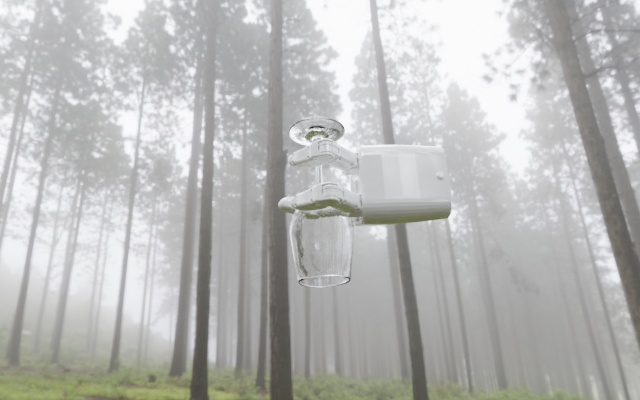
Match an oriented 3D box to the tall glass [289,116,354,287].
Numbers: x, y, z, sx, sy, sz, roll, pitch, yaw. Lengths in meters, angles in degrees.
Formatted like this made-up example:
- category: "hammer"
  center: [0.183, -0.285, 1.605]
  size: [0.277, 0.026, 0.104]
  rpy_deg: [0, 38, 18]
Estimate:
- category: "tall glass"
  center: [0.000, 0.001, 0.590]
  size: [0.079, 0.201, 0.079]
  rpy_deg: [-2, -21, -1]
